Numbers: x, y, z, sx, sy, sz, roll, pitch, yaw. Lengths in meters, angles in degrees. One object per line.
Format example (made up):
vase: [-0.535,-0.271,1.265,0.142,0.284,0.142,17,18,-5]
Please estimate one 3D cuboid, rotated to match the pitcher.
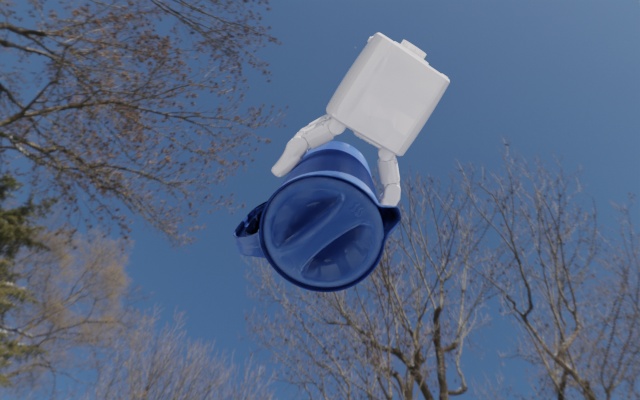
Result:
pitcher: [0.000,0.002,0.603,0.149,0.145,0.242,29,18,-5]
